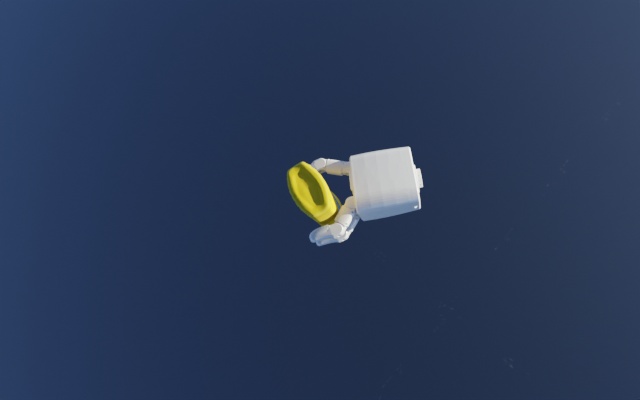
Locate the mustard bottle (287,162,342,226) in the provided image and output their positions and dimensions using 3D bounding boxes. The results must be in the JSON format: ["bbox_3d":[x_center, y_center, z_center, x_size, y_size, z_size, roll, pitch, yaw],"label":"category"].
[{"bbox_3d":[0.000,0.003,0.835,0.058,0.096,0.192,-33,-18,3],"label":"mustard bottle"}]
